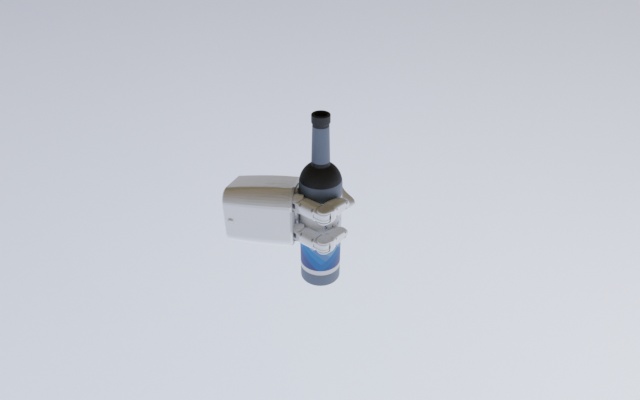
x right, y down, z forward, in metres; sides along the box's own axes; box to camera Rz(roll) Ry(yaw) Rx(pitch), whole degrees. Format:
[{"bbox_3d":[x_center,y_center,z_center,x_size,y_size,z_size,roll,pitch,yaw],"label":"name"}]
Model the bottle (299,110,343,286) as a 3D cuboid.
[{"bbox_3d":[0.000,0.003,0.743,0.069,0.296,0.069,0,34,0],"label":"bottle"}]
